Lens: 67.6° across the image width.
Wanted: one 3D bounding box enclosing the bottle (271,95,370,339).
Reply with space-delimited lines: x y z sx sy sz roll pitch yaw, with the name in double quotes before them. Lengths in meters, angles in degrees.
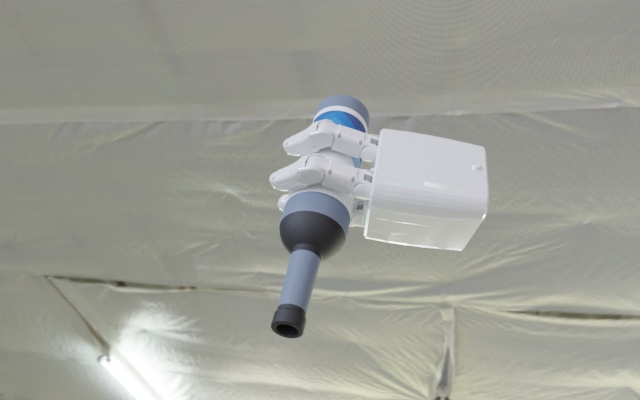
"bottle" 0.000 0.001 0.487 0.069 0.295 0.069 8 -43 7
